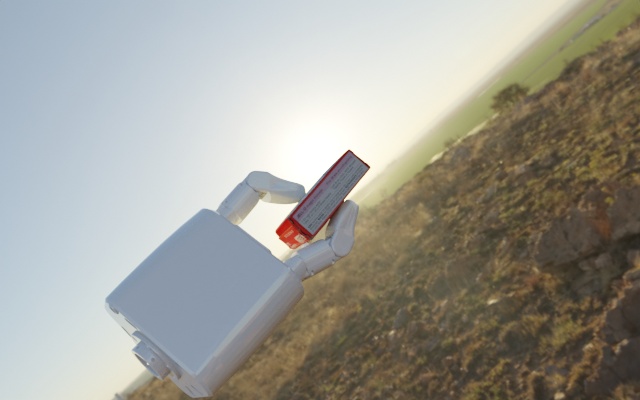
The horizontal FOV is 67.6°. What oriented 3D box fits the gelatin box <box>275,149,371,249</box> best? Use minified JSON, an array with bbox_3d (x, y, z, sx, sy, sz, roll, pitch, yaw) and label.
[{"bbox_3d":[0.000,0.001,0.442,0.030,0.089,0.073,41,-19,-3],"label":"gelatin box"}]
